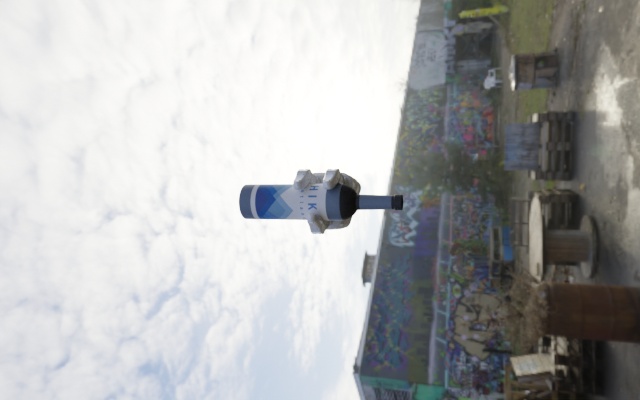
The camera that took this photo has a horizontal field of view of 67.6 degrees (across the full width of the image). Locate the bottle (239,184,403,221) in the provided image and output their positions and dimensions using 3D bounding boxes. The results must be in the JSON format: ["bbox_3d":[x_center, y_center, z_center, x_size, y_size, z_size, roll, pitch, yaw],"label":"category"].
[{"bbox_3d":[0.000,0.003,0.863,0.296,0.069,0.069,0,0,17],"label":"bottle"}]
